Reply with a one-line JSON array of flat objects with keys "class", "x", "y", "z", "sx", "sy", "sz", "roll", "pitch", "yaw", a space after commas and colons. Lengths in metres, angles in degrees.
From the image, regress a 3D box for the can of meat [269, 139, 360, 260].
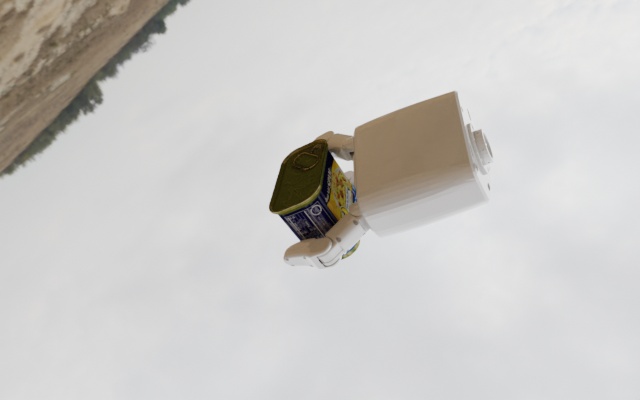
[{"class": "can of meat", "x": 0.000, "y": 0.002, "z": 0.488, "sx": 0.057, "sy": 0.084, "sz": 0.102, "roll": -22, "pitch": 34, "yaw": 24}]
